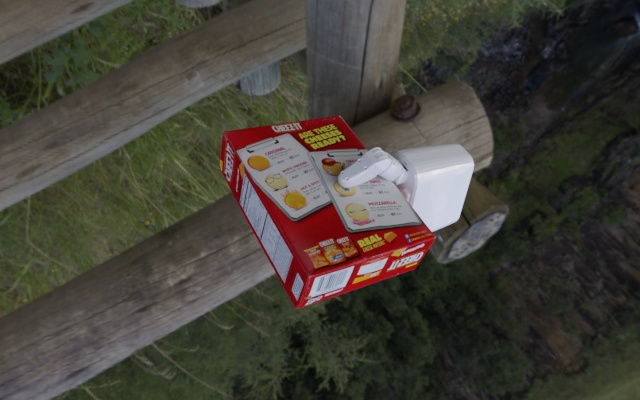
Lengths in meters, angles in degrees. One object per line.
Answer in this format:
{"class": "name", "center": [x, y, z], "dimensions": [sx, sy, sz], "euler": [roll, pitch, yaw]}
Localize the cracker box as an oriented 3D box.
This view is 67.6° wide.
{"class": "cracker box", "center": [0.000, 0.002, 0.549], "dimensions": [0.164, 0.213, 0.072], "euler": [-13, -38, -30]}
